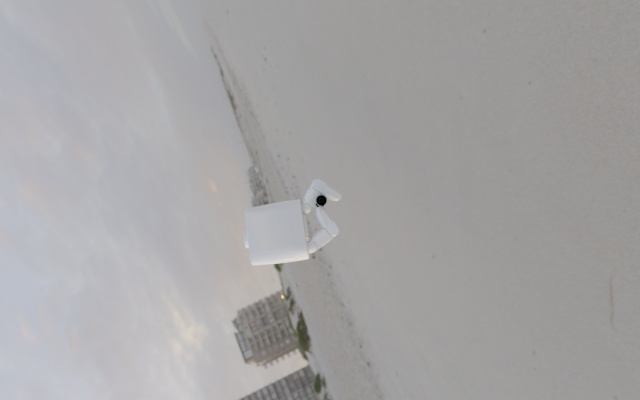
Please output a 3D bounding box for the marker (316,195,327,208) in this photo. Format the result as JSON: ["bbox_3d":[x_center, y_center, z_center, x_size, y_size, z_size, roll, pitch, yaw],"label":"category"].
[{"bbox_3d":[0.000,0.003,0.883,0.020,0.020,0.121,0,-3,-2],"label":"marker"}]
